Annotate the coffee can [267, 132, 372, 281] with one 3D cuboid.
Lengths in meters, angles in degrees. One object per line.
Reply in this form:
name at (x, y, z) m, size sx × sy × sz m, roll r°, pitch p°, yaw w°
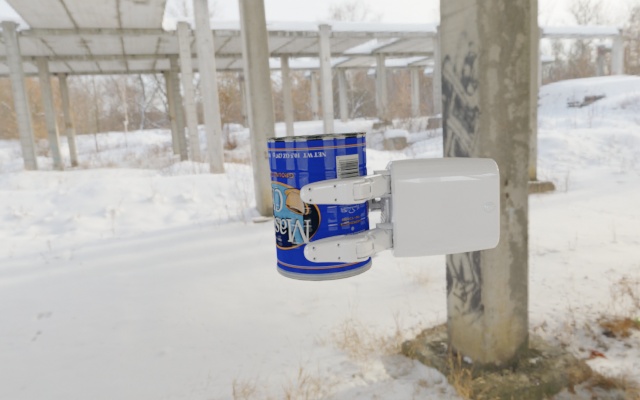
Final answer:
coffee can at (0.000, 0.002, 0.501) m, size 0.103 × 0.140 × 0.103 m, roll -3°, pitch 9°, yaw 1°
